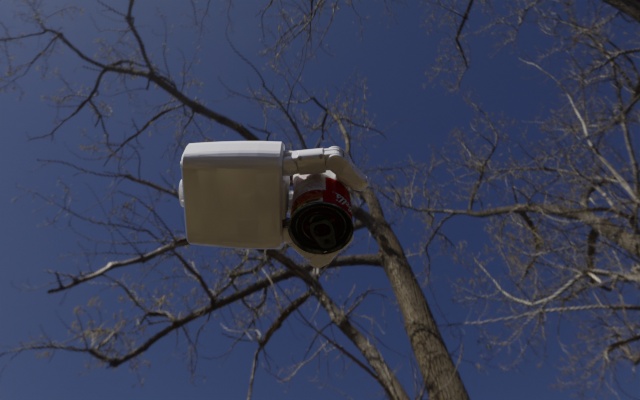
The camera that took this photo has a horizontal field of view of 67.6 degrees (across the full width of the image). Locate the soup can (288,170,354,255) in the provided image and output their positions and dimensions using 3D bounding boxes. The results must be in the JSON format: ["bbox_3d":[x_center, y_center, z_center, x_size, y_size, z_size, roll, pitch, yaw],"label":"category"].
[{"bbox_3d":[0.001,0.001,0.532,0.068,0.069,0.102,0,35,0],"label":"soup can"}]
